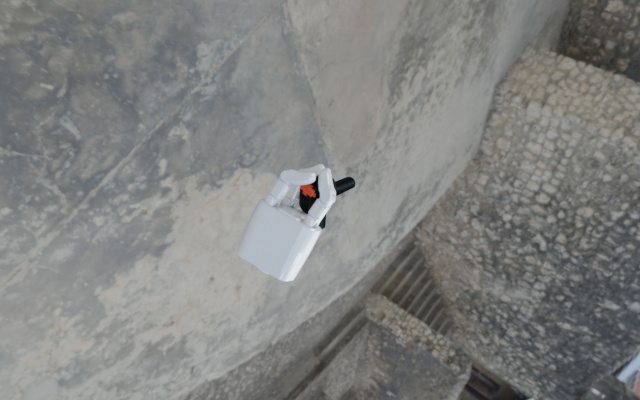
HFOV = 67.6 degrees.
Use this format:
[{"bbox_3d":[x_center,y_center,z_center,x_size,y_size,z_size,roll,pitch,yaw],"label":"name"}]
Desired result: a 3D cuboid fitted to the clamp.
[{"bbox_3d":[0.001,0.003,0.875,0.039,0.120,0.171,32,11,25],"label":"clamp"}]
